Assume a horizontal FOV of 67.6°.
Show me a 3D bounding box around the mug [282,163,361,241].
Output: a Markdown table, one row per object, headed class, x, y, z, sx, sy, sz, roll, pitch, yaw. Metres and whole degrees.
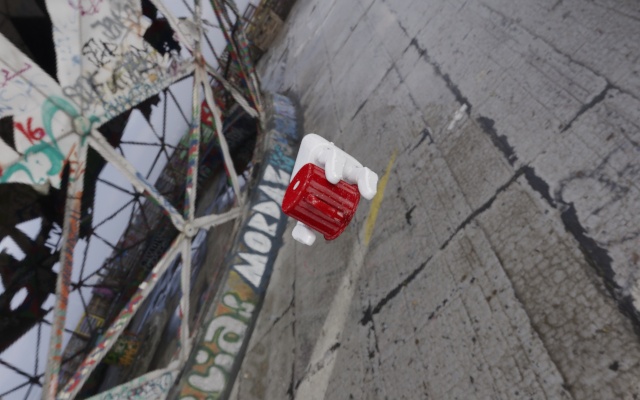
| class | x | y | z | sx | sy | sz | roll | pitch | yaw |
| --- | --- | --- | --- | --- | --- | --- | --- | --- | --- |
| mug | 0.000 | 0.003 | 0.669 | 0.081 | 0.093 | 0.117 | 29 | 9 | -18 |
